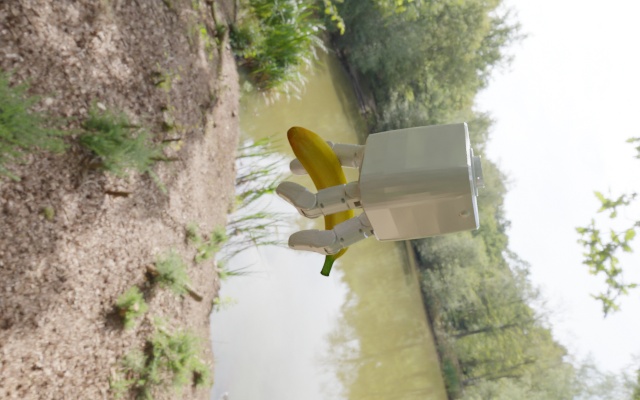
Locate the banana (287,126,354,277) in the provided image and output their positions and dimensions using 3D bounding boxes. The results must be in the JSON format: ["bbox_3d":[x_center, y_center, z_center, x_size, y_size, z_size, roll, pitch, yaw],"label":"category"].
[{"bbox_3d":[0.008,-0.006,0.548,0.037,0.198,0.069,3,35,26],"label":"banana"}]
